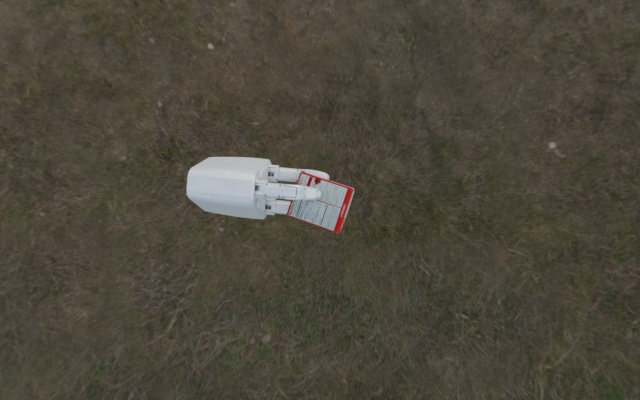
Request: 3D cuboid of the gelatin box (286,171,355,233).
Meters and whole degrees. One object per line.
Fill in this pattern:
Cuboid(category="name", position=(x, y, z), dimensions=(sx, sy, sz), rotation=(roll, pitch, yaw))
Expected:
Cuboid(category="gelatin box", position=(0.000, 0.003, 0.744), dimensions=(0.089, 0.073, 0.030), rotation=(19, 3, 11))
